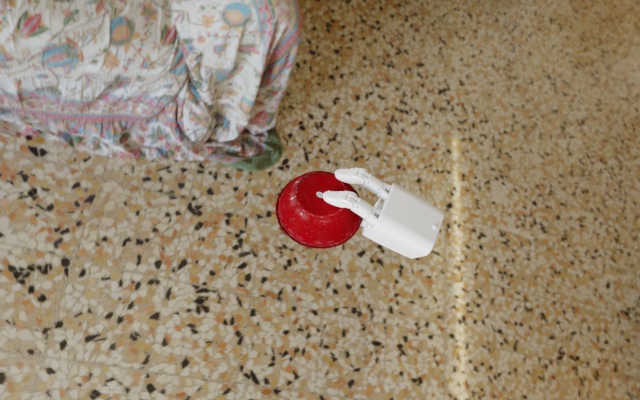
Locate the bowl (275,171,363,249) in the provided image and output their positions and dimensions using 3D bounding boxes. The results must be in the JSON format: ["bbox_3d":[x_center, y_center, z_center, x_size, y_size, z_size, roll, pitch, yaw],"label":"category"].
[{"bbox_3d":[-0.001,0.002,0.852,0.162,0.162,0.055,0,-31,-4],"label":"bowl"}]
